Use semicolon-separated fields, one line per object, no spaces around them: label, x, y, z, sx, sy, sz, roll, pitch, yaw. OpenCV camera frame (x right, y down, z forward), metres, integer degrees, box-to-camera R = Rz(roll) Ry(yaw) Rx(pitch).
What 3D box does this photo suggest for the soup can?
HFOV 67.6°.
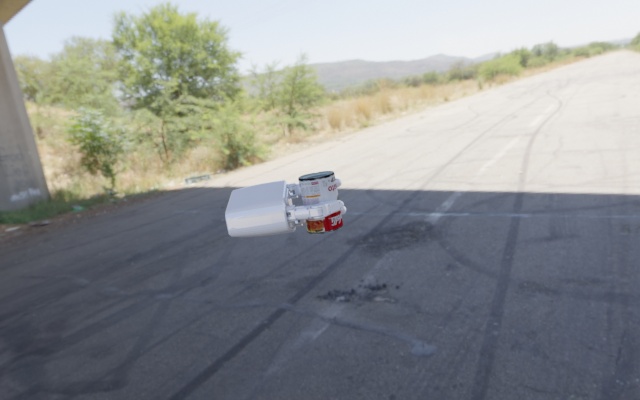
soup can;0.001;0.002;0.862;0.068;0.102;0.068;-9;12;2
